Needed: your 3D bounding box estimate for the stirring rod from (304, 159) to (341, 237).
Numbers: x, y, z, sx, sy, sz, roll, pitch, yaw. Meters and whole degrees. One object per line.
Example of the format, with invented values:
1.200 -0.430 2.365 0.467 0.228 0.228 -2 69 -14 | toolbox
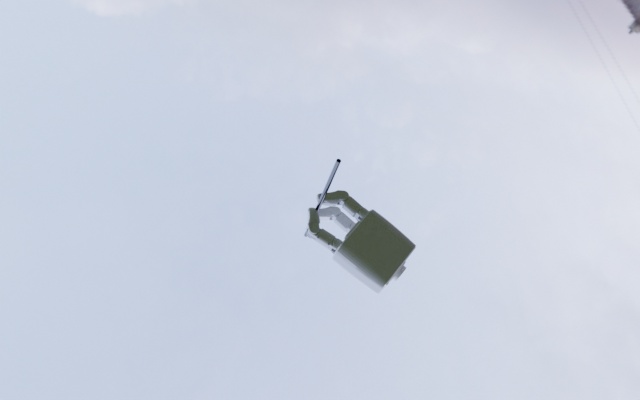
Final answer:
0.000 0.003 0.861 0.011 0.011 0.240 0 -34 -17 | stirring rod
